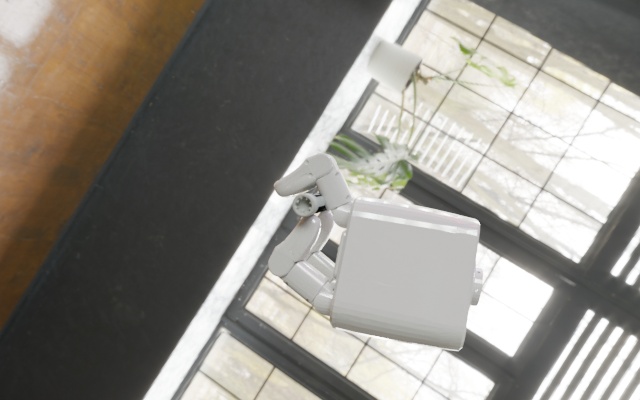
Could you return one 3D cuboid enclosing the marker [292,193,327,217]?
[{"bbox_3d":[0.000,0.001,0.439,0.020,0.020,0.121,0,2,13],"label":"marker"}]
